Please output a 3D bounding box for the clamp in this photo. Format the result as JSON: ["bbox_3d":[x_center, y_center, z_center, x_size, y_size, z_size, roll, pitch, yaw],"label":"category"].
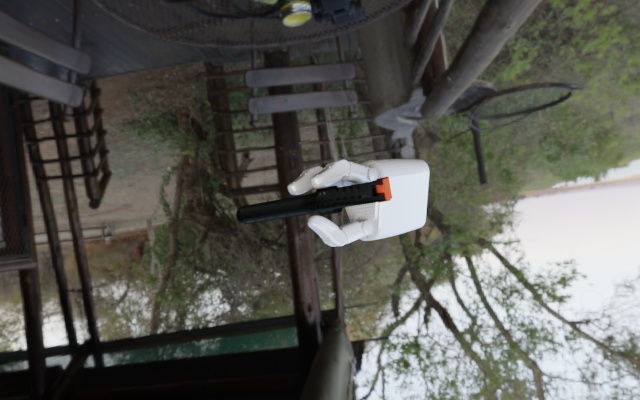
[{"bbox_3d":[0.001,0.003,0.624,0.164,0.036,0.210,-10,-1,-38],"label":"clamp"}]
